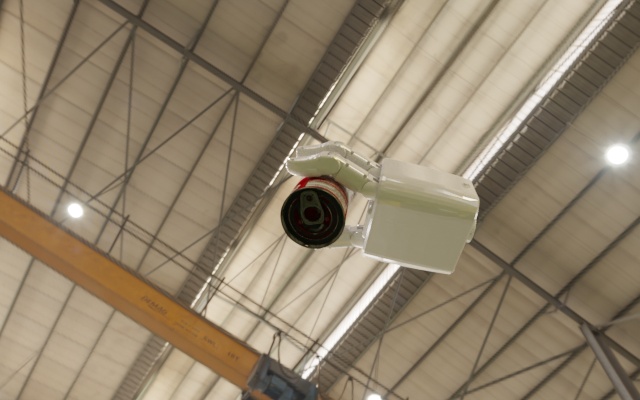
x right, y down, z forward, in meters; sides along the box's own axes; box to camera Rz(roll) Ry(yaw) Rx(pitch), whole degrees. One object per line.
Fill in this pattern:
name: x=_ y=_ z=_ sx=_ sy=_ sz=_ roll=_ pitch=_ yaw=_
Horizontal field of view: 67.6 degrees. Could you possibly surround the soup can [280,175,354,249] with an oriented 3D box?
soup can: x=0.000 y=0.002 z=0.534 sx=0.068 sy=0.068 sz=0.102 roll=0 pitch=20 yaw=10
